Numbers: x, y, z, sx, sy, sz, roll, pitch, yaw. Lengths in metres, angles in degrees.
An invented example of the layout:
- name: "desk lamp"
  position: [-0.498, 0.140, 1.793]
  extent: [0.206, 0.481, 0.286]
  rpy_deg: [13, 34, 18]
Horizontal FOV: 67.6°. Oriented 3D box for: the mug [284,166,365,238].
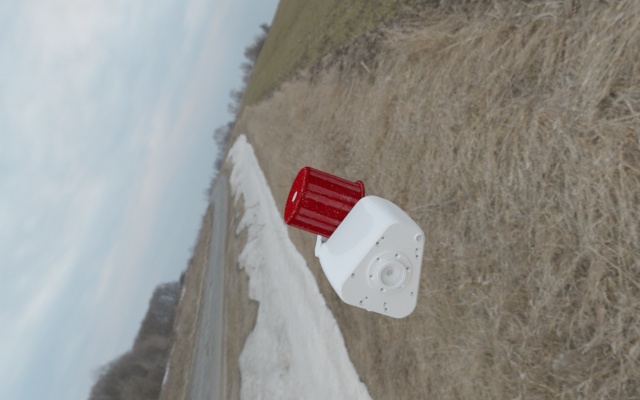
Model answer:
- name: "mug"
  position: [0.000, 0.002, 0.646]
  extent: [0.081, 0.093, 0.117]
  rpy_deg: [19, 8, -14]
